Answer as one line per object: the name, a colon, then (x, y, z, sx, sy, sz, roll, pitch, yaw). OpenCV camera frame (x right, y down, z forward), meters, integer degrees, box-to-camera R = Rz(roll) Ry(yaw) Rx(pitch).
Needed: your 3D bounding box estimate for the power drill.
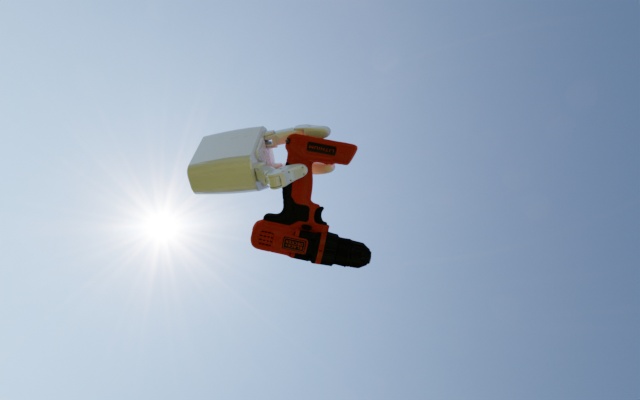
power drill: (0.000, 0.002, 0.712, 0.184, 0.187, 0.057, 12, 4, -4)
